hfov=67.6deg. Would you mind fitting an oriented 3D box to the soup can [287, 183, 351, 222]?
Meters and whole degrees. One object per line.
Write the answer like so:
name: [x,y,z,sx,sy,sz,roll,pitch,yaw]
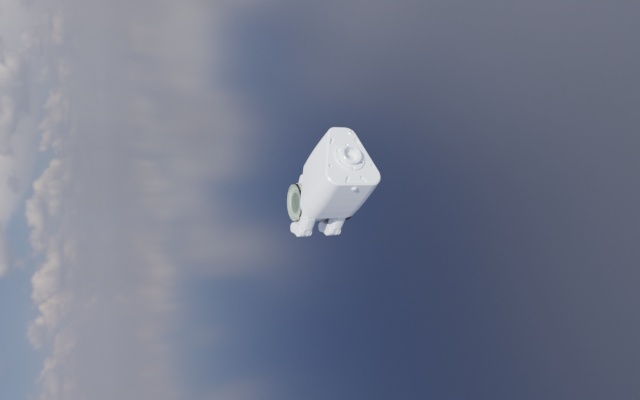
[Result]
soup can: [0.000,0.003,0.840,0.102,0.068,0.068,-2,1,-24]
